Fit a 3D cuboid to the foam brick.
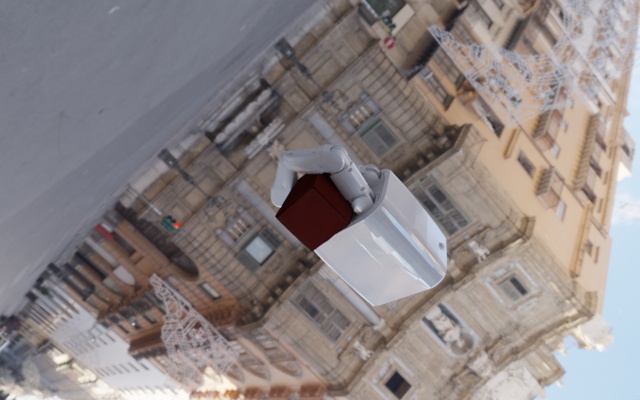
[{"bbox_3d":[0.000,0.002,0.471,0.053,0.051,0.078,-37,14,27],"label":"foam brick"}]
